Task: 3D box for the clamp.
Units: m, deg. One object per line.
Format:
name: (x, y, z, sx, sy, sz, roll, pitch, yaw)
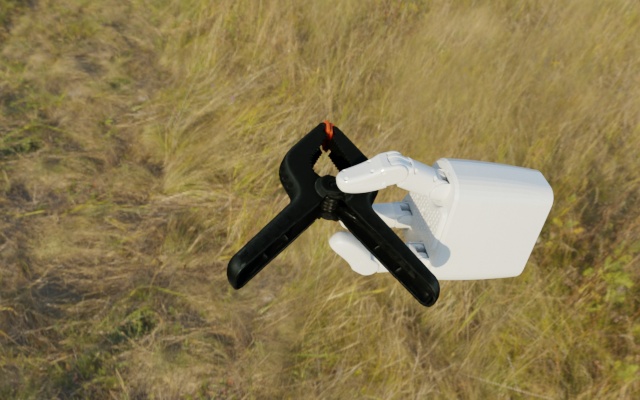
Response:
clamp: (0.000, 0.000, 0.420, 0.164, 0.209, 0.036, 3, -45, -15)
